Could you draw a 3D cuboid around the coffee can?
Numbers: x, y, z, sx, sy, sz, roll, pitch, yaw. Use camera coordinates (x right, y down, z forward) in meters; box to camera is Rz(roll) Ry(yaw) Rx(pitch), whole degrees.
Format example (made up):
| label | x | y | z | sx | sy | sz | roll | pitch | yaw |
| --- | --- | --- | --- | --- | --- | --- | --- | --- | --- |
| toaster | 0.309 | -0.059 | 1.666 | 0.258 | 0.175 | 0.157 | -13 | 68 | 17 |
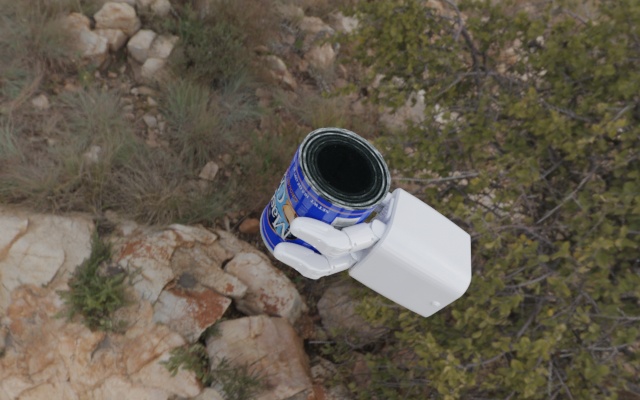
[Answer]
| label | x | y | z | sx | sy | sz | roll | pitch | yaw |
| --- | --- | --- | --- | --- | --- | --- | --- | --- | --- |
| coffee can | 0.000 | 0.002 | 0.538 | 0.103 | 0.102 | 0.140 | 0 | -32 | -26 |
